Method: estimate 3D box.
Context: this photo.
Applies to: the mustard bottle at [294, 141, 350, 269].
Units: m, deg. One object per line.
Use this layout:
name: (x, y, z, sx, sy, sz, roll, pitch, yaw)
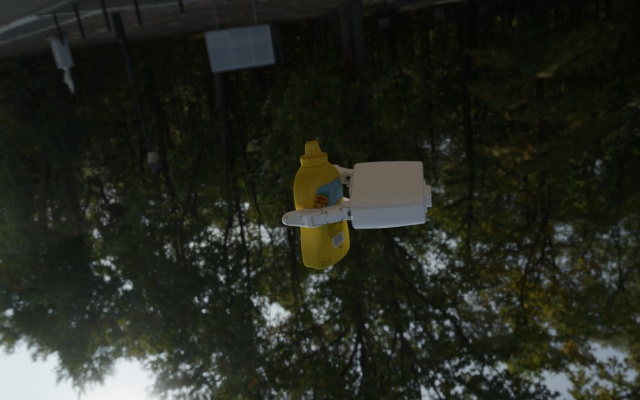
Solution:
mustard bottle: (0.000, 0.003, 0.742, 0.058, 0.192, 0.096, 7, 25, 35)
